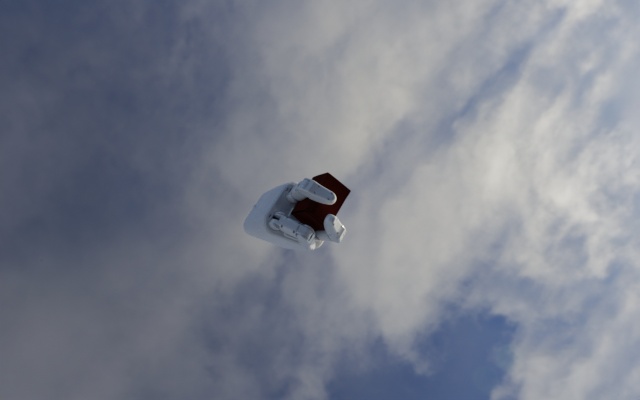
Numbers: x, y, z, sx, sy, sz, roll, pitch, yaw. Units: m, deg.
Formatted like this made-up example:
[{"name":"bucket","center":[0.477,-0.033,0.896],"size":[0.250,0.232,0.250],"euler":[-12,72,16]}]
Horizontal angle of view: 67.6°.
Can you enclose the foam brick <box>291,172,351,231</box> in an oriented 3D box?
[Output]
[{"name":"foam brick","center":[0.000,0.002,0.764],"size":[0.053,0.078,0.051],"euler":[40,-24,-19]}]
